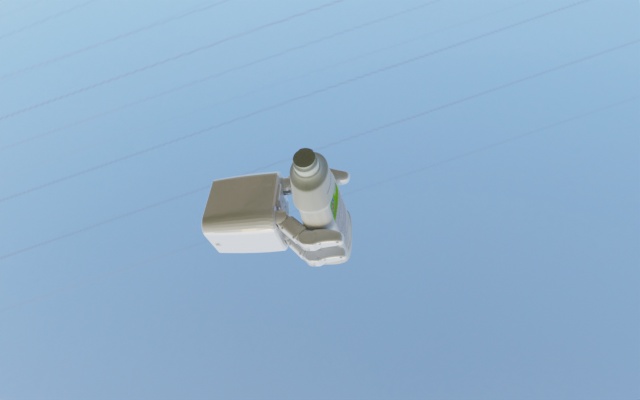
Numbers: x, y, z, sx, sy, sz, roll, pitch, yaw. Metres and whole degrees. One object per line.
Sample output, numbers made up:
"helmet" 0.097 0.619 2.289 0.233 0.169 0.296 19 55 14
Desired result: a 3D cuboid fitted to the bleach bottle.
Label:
"bleach bottle" 0.000 0.002 0.679 0.068 0.102 0.251 -4 -30 8
